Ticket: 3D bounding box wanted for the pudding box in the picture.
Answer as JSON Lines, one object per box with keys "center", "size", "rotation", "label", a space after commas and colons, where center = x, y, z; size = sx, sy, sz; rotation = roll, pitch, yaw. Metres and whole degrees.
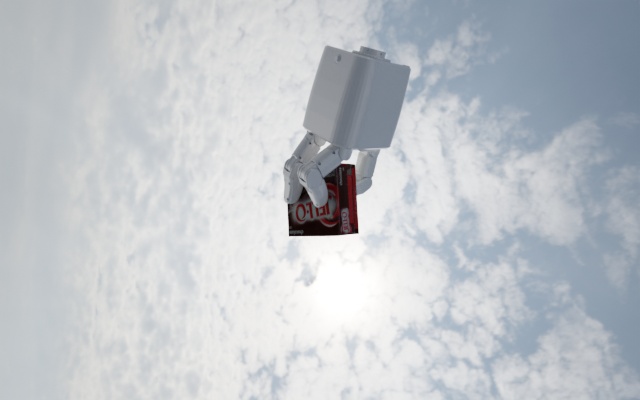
{"center": [0.000, 0.002, 0.626], "size": [0.039, 0.090, 0.113], "rotation": [0, -4, -36], "label": "pudding box"}
